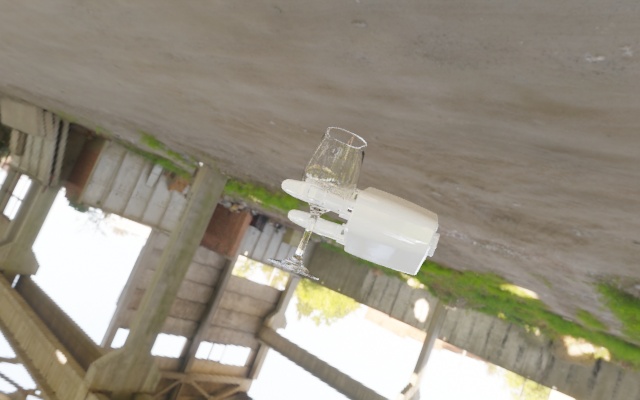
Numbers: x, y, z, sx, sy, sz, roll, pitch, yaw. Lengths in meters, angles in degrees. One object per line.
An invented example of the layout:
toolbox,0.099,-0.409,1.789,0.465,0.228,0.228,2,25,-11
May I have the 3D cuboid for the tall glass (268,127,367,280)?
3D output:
tall glass,0.000,0.003,0.660,0.079,0.201,0.079,21,-7,3
